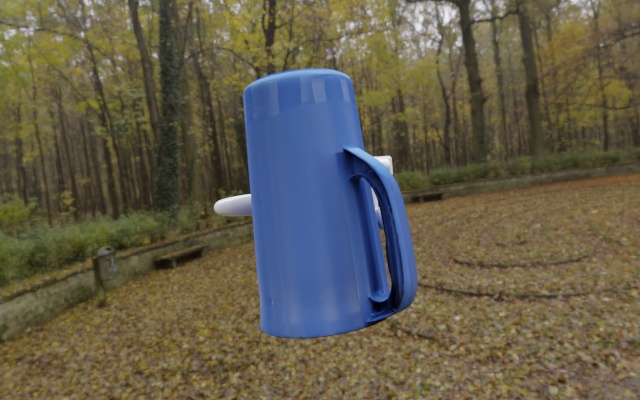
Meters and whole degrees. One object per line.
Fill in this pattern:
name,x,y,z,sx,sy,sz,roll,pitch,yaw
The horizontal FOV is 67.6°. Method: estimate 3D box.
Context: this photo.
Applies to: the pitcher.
pitcher,0.000,0.002,0.466,0.149,0.243,0.145,-7,2,0
